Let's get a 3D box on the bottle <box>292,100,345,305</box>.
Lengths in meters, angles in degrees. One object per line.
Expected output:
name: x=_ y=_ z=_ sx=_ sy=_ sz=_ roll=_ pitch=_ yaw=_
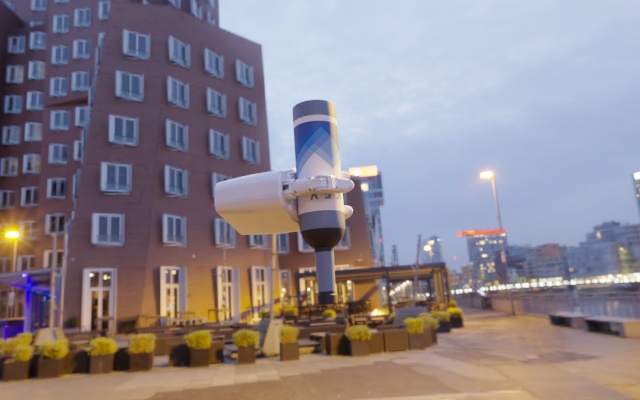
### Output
bottle: x=0.000 y=0.002 z=0.701 sx=0.069 sy=0.295 sz=0.069 roll=-4 pitch=-12 yaw=-1
